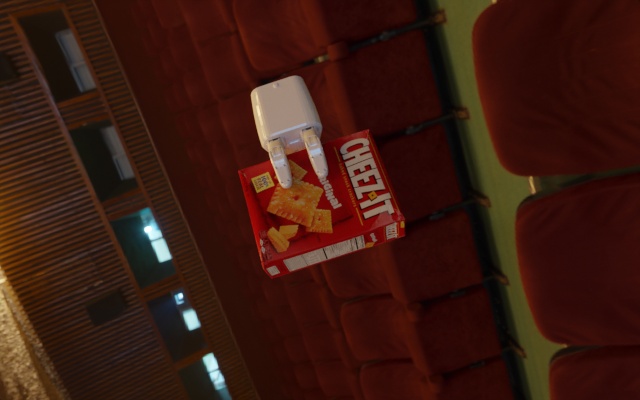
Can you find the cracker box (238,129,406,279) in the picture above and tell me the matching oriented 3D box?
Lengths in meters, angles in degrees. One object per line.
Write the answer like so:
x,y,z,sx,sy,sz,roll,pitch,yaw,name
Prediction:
0.000,0.002,0.717,0.214,0.164,0.072,-18,-26,1,cracker box
